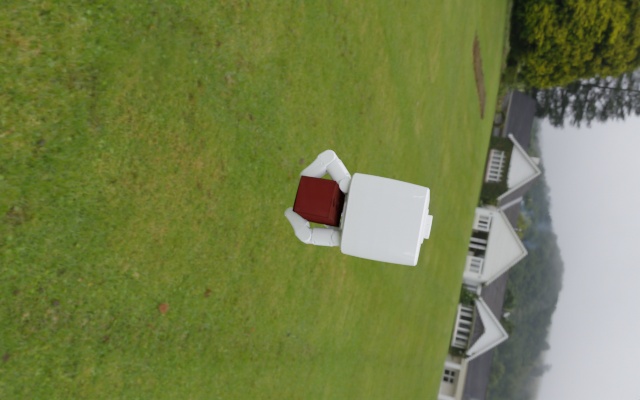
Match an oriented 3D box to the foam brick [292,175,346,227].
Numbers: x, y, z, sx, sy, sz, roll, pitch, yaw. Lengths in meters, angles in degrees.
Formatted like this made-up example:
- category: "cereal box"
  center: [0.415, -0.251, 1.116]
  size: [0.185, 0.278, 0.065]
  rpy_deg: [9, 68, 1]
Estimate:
- category: "foam brick"
  center: [0.000, 0.002, 0.667]
  size: [0.051, 0.053, 0.078]
  rpy_deg: [10, -9, 15]
